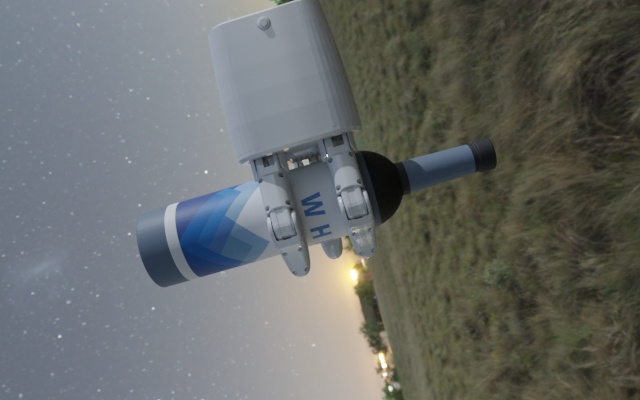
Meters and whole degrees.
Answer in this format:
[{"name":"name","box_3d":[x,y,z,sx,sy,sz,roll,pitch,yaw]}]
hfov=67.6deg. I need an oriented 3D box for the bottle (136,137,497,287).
[{"name":"bottle","box_3d":[0.000,0.001,0.403,0.296,0.069,0.069,-16,-1,2]}]
